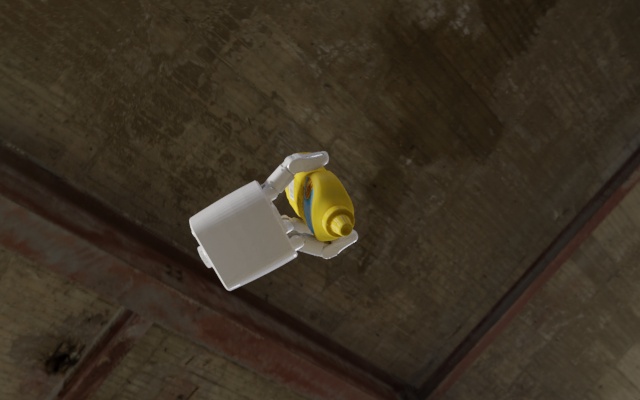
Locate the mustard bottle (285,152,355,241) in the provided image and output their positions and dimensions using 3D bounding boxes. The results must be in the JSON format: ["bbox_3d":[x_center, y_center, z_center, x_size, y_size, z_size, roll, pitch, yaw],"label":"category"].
[{"bbox_3d":[0.000,0.002,0.667,0.058,0.096,0.191,-6,23,-17],"label":"mustard bottle"}]
